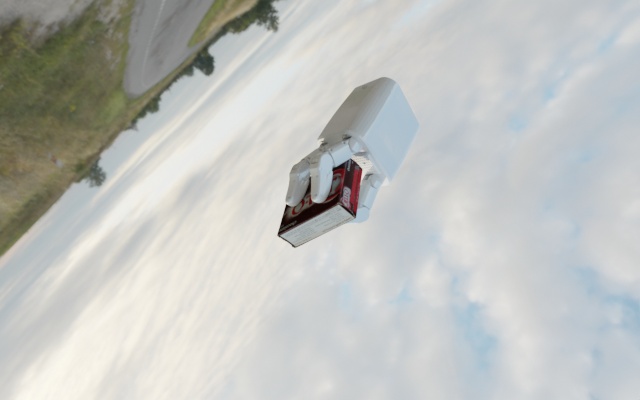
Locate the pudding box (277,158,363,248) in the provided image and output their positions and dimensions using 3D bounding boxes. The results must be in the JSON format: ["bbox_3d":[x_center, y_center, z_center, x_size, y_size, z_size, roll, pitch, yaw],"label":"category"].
[{"bbox_3d":[0.000,0.002,0.626,0.039,0.090,0.113,39,-50,-25],"label":"pudding box"}]
